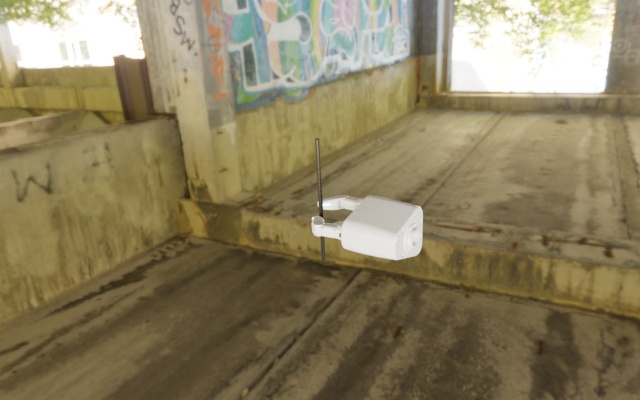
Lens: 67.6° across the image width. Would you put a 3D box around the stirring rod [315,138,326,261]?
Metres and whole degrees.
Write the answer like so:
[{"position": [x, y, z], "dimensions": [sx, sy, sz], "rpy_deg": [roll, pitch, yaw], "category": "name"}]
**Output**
[{"position": [0.000, 0.003, 0.896], "dimensions": [0.011, 0.240, 0.011], "rpy_deg": [-3, 20, 1], "category": "stirring rod"}]
